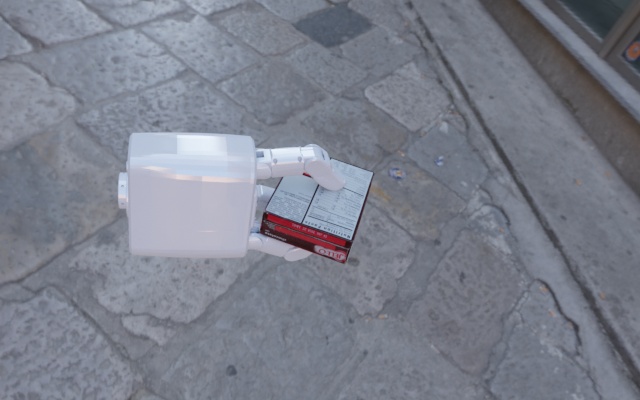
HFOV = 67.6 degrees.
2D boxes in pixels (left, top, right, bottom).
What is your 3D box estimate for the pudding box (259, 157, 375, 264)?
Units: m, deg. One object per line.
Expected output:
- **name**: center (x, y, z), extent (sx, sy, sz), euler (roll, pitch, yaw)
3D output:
- **pudding box**: center (0.000, 0.001, 0.485), extent (0.090, 0.039, 0.113), euler (20, 45, 3)
